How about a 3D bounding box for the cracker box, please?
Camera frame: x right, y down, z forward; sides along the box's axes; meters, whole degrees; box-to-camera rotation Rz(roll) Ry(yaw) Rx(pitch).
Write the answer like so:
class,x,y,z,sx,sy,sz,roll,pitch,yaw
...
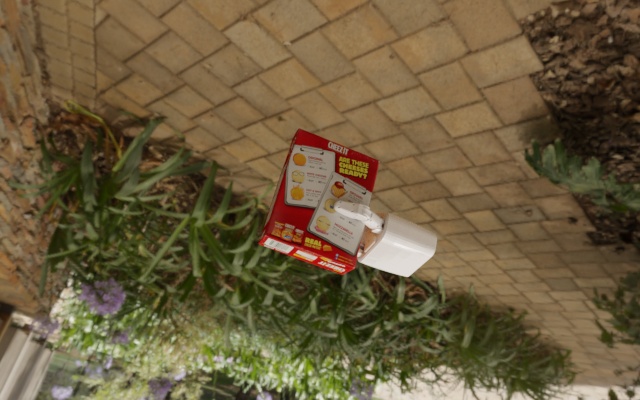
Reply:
class,x,y,z,sx,sy,sz,roll,pitch,yaw
cracker box,0.000,0.003,0.847,0.164,0.213,0.072,21,-25,-12
